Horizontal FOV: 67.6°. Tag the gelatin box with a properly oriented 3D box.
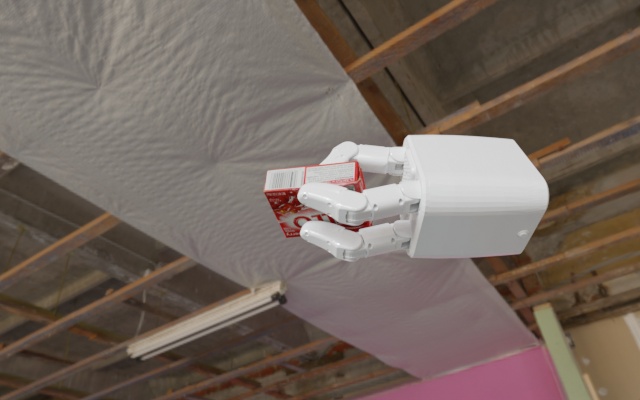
[{"bbox_3d":[0.000,0.001,0.449,0.089,0.030,0.073,-5,-40,13],"label":"gelatin box"}]
